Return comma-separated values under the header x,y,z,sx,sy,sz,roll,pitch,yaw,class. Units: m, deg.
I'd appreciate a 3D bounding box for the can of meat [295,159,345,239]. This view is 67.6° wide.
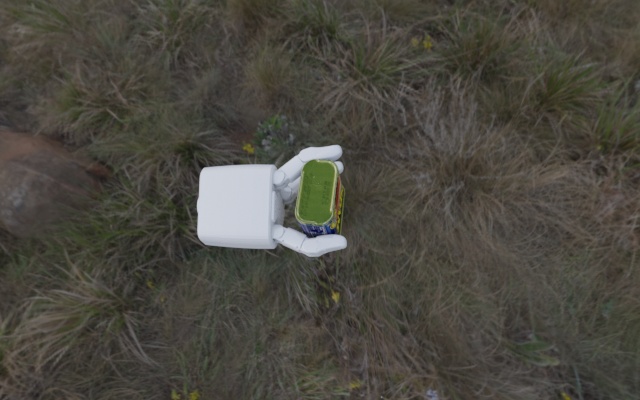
x,y,z,sx,sy,sz,roll,pitch,yaw,class
0.000,0.002,0.674,0.057,0.102,0.084,4,-22,9,can of meat
